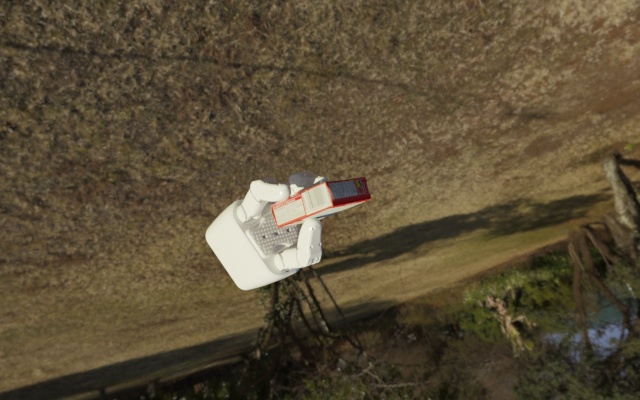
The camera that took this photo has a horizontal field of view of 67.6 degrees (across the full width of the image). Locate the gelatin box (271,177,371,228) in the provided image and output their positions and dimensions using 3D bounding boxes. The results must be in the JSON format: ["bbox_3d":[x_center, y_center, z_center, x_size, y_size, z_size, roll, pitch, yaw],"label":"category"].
[{"bbox_3d":[0.000,0.002,0.537,0.089,0.030,0.073,-22,-8,40],"label":"gelatin box"}]
